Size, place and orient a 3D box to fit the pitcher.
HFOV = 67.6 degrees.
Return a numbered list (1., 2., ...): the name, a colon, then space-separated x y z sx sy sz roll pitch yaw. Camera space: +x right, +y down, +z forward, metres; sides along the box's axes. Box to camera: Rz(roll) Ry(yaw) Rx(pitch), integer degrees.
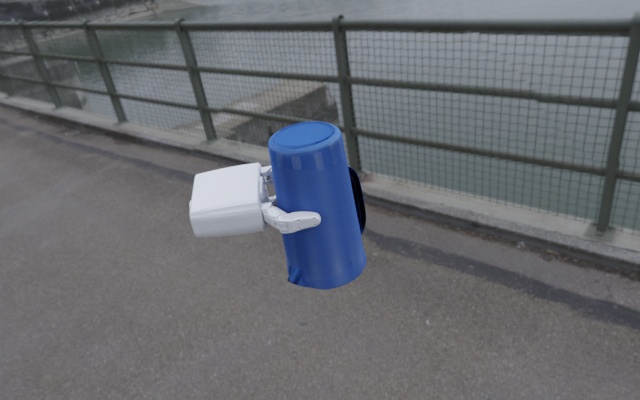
1. pitcher: 0.000 0.003 0.748 0.145 0.243 0.149 -8 30 2
